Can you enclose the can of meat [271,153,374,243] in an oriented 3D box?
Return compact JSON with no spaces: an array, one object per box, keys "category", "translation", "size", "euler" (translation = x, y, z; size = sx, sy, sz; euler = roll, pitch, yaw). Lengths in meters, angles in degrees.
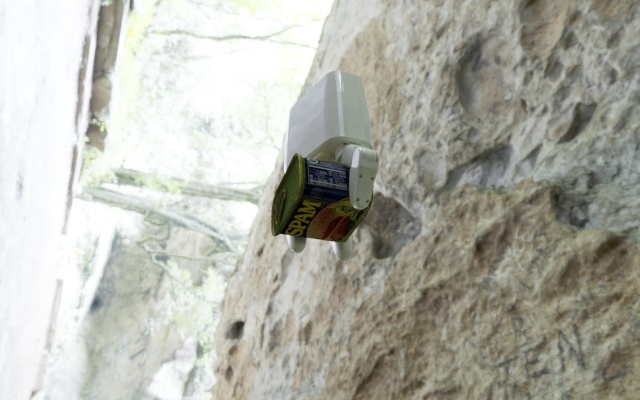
[{"category":"can of meat","translation":[0.000,0.002,0.517],"size":[0.084,0.057,0.102],"euler":[9,-37,-19]}]
